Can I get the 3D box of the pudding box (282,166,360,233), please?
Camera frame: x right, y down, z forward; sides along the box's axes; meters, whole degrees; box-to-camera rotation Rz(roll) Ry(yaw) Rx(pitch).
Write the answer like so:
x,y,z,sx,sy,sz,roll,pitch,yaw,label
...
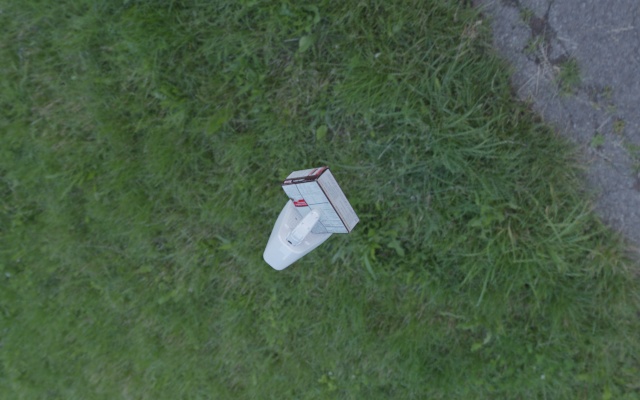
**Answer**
x,y,z,sx,sy,sz,roll,pitch,yaw,label
0.000,0.003,0.778,0.090,0.113,0.039,-5,37,46,pudding box
